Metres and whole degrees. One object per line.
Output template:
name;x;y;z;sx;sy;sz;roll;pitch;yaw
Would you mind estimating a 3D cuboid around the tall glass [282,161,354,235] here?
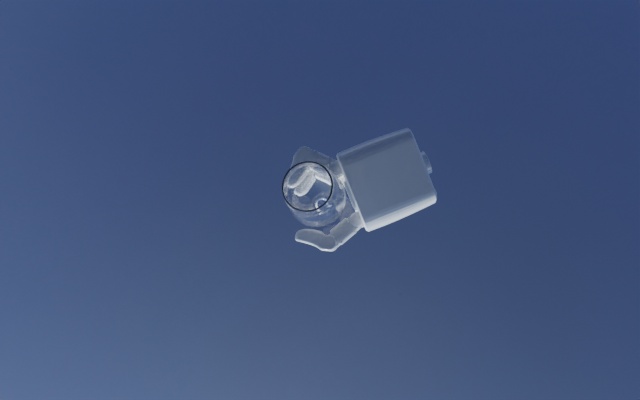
tall glass;0.000;0.002;0.657;0.079;0.079;0.201;0;-11;10
